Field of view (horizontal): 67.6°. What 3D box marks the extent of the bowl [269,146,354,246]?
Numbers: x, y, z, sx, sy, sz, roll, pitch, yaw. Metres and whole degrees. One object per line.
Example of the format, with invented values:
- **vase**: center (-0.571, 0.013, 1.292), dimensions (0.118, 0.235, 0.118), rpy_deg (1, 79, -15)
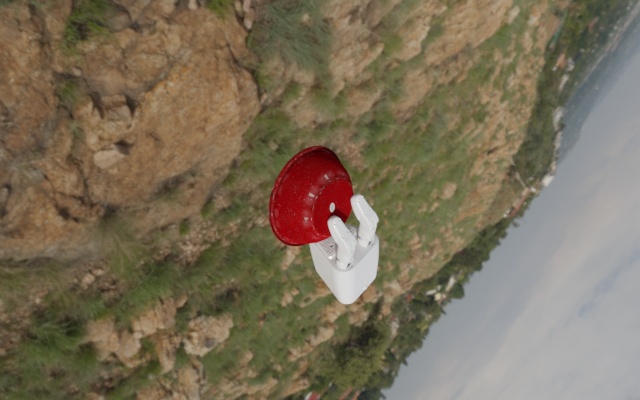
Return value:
- **bowl**: center (0.000, 0.002, 0.715), dimensions (0.055, 0.162, 0.162), rpy_deg (23, 15, 39)
